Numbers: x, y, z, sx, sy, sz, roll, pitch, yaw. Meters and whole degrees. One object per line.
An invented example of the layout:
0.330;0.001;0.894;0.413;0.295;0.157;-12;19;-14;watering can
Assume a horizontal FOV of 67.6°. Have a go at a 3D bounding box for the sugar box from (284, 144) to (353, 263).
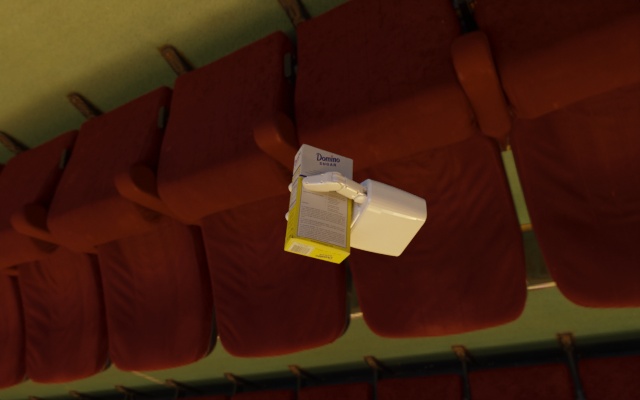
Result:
0.000;0.003;0.748;0.093;0.176;0.048;17;-37;-17;sugar box
